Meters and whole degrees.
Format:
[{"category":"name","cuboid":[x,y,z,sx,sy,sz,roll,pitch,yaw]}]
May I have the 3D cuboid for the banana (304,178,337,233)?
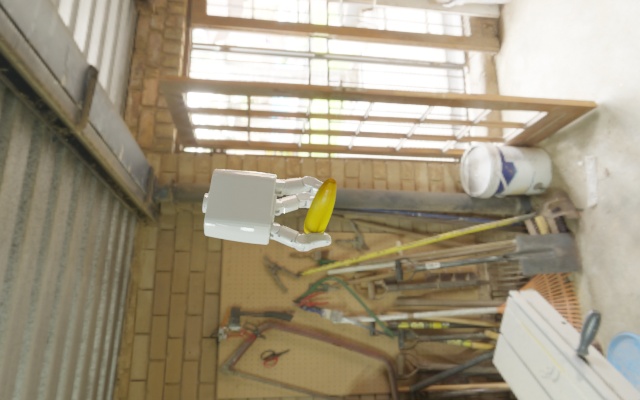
[{"category":"banana","cuboid":[-0.004,0.021,0.792,0.037,0.069,0.198,12,-15,-3]}]
